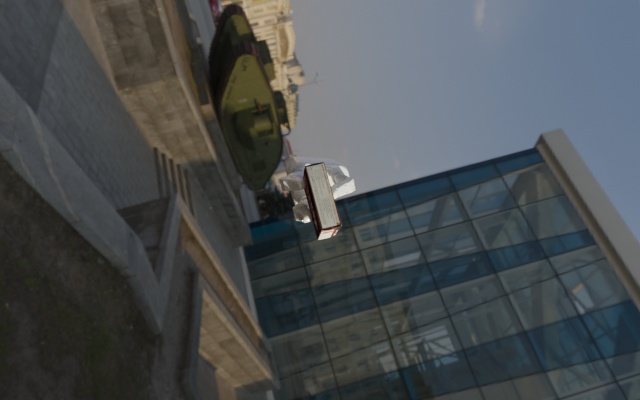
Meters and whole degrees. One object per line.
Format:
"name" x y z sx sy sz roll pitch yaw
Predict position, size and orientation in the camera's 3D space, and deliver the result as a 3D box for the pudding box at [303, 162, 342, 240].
"pudding box" 0.000 0.003 0.800 0.039 0.113 0.090 -16 -13 -7
